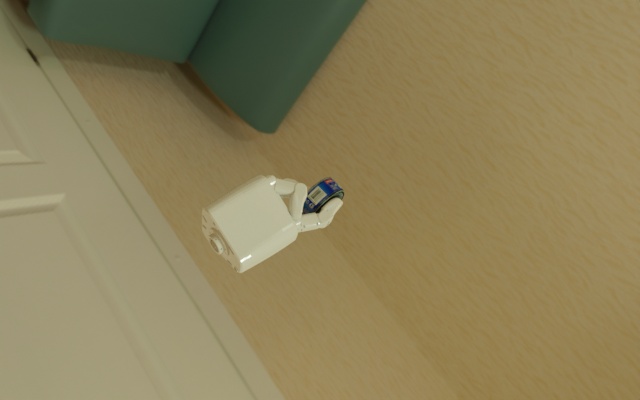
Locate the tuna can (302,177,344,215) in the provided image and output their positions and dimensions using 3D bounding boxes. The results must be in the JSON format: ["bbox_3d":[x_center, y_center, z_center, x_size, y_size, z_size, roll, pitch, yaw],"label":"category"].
[{"bbox_3d":[0.001,0.003,0.812,0.033,0.086,0.086,45,16,16],"label":"tuna can"}]
